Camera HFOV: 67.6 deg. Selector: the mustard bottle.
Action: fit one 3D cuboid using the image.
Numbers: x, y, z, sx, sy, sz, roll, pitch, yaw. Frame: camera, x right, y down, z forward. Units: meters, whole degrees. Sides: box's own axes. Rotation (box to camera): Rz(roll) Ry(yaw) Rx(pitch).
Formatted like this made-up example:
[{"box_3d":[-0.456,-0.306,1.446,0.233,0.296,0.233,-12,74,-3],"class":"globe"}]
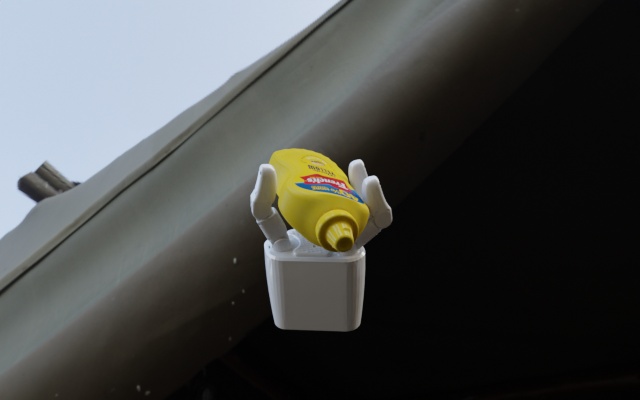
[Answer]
[{"box_3d":[0.000,0.001,0.518,0.096,0.058,0.191,16,20,-20],"class":"mustard bottle"}]
